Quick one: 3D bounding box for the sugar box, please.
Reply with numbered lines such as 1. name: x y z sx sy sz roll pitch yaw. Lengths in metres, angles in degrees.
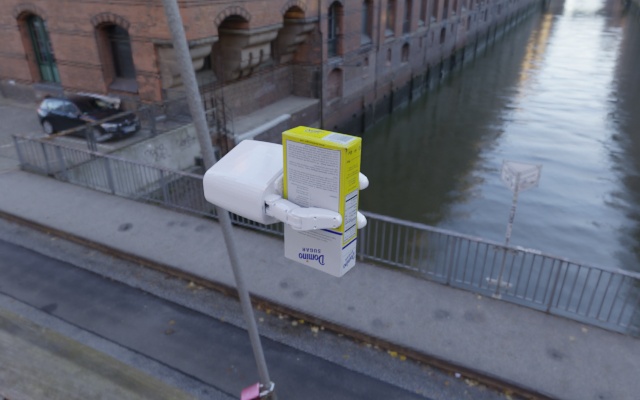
1. sugar box: 0.000 0.002 0.606 0.093 0.176 0.048 17 31 30
